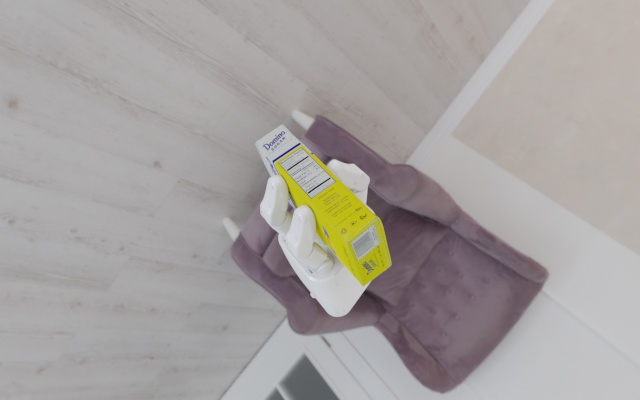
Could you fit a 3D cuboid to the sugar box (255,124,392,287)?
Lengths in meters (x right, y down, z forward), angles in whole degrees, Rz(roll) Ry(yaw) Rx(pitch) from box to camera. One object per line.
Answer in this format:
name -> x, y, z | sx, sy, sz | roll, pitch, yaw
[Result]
sugar box -> 0.000, 0.002, 0.511 | 0.048, 0.093, 0.176 | -37, 52, -13
